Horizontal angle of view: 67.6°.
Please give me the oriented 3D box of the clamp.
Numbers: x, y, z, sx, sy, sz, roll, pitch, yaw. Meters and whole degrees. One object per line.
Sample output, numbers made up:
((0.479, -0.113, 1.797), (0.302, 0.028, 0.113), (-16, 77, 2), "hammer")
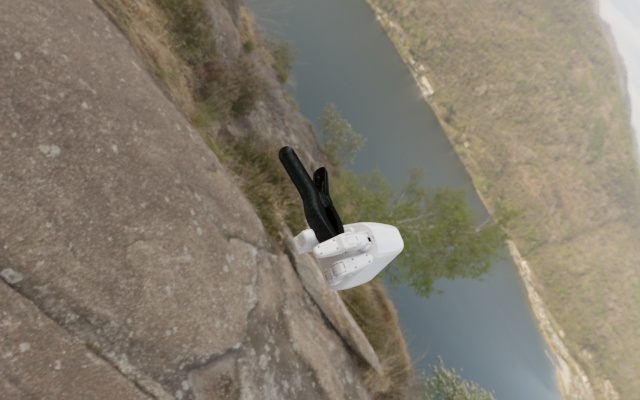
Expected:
((0.001, 0.002, 0.718), (0.039, 0.171, 0.120), (-30, -18, 27), "clamp")
